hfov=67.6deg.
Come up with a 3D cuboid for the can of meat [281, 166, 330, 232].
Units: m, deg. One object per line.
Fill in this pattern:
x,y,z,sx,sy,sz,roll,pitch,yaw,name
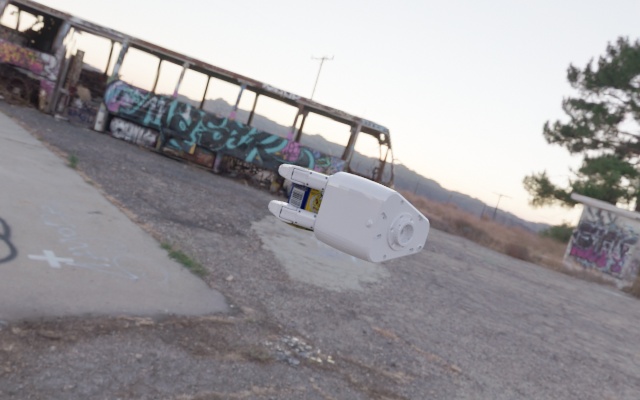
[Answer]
0.000,0.002,0.709,0.102,0.084,0.057,14,5,-37,can of meat
